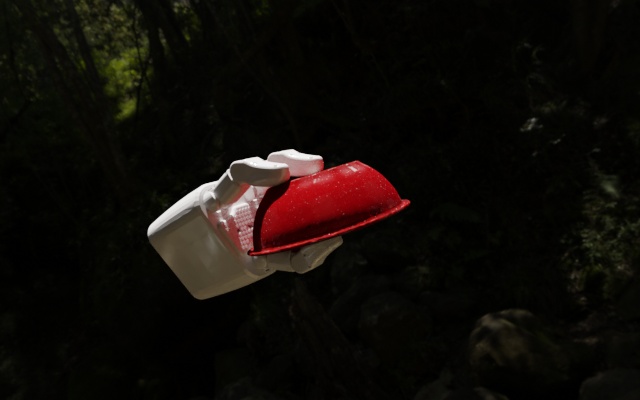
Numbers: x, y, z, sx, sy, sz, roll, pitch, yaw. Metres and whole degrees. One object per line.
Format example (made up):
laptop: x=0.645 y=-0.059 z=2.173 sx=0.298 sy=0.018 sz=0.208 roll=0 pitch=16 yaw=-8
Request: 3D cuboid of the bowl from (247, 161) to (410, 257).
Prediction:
bowl: x=0.001 y=0.001 z=0.455 sx=0.162 sy=0.055 sz=0.162 roll=-17 pitch=3 yaw=1
